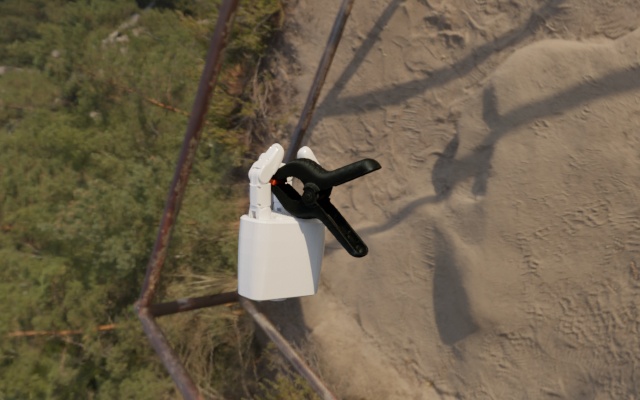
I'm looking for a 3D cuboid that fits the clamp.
[{"bbox_3d":[0.000,0.002,0.598,0.171,0.120,0.039,10,10,40],"label":"clamp"}]
